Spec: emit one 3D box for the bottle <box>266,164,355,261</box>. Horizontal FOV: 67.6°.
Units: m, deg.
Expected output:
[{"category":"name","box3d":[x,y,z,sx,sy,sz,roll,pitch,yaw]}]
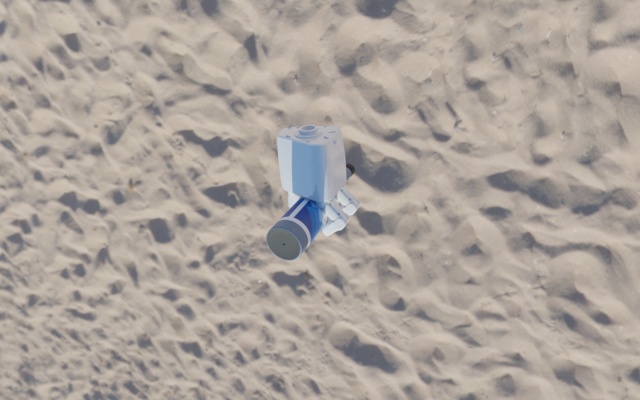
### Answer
[{"category":"bottle","box3d":[0.000,0.003,0.894,0.069,0.069,0.295,0,28,28]}]
